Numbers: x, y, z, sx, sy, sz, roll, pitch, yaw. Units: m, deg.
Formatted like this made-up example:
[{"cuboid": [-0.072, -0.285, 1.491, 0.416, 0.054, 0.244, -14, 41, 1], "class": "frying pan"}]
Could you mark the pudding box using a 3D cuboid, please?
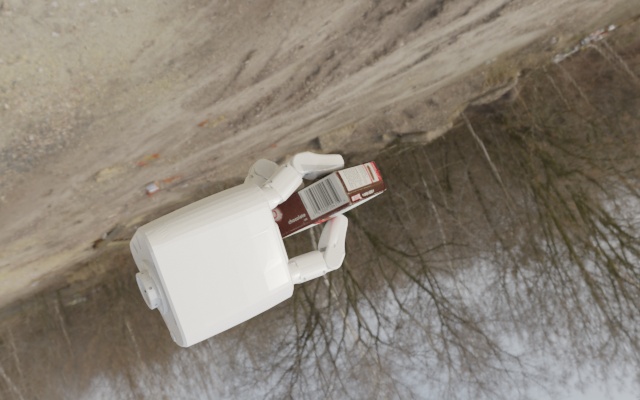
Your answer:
[{"cuboid": [0.000, 0.002, 0.496, 0.113, 0.039, 0.090, -25, -2, 31], "class": "pudding box"}]
